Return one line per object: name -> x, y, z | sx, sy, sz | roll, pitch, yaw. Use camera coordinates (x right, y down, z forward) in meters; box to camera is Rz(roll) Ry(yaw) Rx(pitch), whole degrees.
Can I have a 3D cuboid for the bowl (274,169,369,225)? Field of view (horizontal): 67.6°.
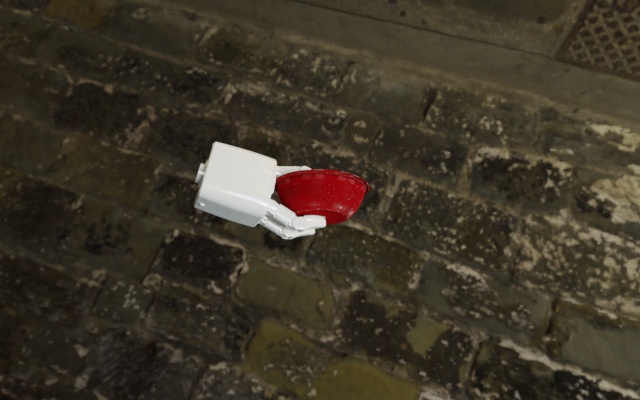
bowl -> 0.001, 0.003, 0.791 | 0.162, 0.055, 0.162 | 1, -18, 0
